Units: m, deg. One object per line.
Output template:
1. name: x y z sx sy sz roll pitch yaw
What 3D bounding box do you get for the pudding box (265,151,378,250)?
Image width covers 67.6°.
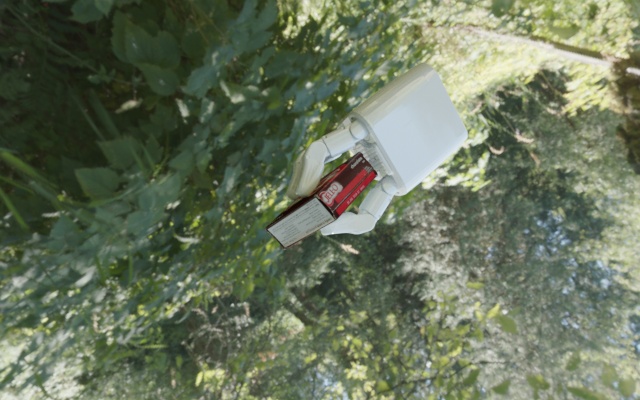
1. pudding box: 0.000 0.002 0.532 0.090 0.039 0.113 -44 5 -40
